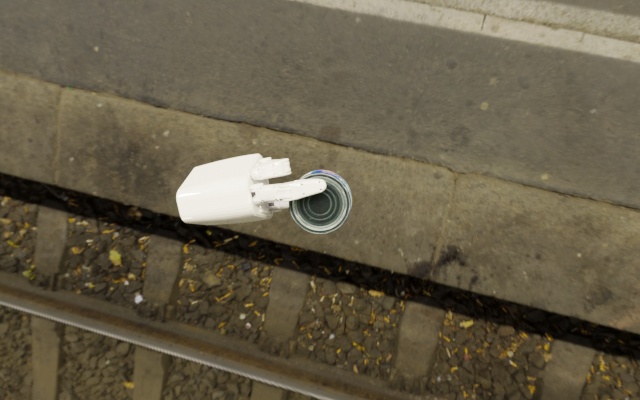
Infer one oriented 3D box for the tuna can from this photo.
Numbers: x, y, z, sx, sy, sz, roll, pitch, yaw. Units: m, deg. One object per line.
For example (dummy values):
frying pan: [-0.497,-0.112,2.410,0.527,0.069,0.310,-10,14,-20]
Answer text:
tuna can: [0.000,0.002,0.651,0.086,0.086,0.033,0,9,5]
